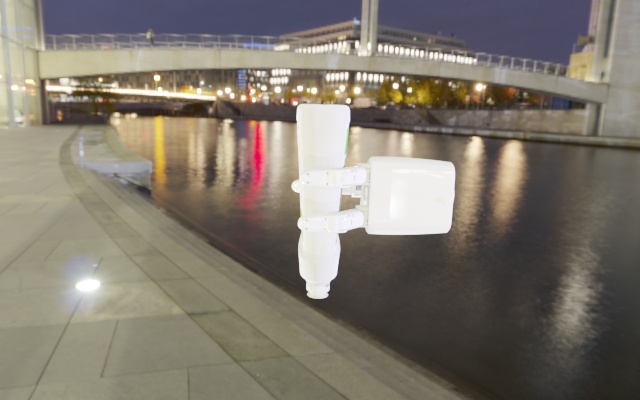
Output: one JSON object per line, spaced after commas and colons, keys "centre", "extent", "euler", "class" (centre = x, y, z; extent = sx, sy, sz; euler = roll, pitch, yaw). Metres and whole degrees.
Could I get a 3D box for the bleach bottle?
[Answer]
{"centre": [0.000, 0.002, 0.629], "extent": [0.068, 0.251, 0.102], "euler": [2, 10, 0], "class": "bleach bottle"}
